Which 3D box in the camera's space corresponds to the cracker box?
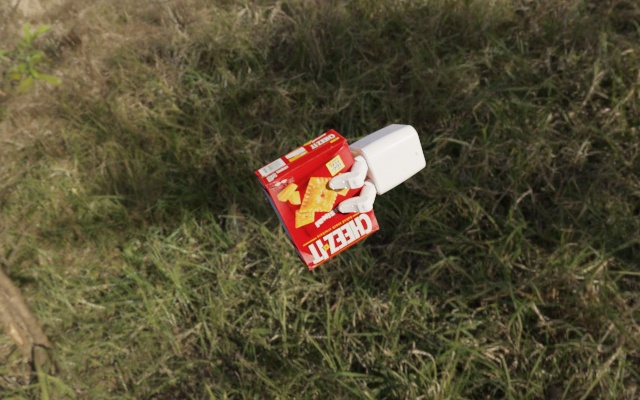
[{"bbox_3d":[0.000,0.003,0.884,0.164,0.214,0.072,-30,33,-9],"label":"cracker box"}]
